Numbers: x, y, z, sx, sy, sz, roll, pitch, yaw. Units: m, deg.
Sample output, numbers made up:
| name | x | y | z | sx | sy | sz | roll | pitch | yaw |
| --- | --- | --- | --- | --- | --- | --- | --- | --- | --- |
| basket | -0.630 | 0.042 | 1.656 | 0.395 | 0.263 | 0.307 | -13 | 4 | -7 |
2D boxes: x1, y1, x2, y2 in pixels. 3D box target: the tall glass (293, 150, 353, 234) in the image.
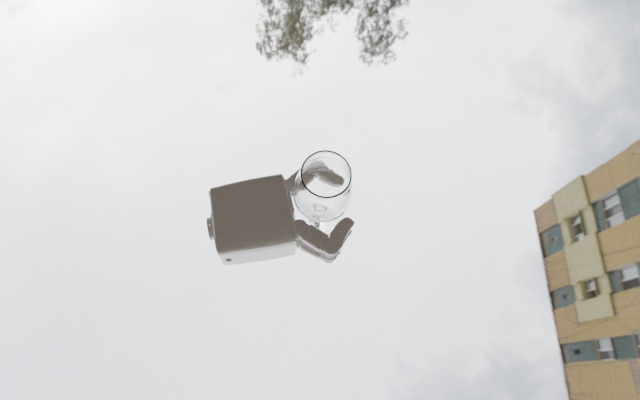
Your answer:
| name | x | y | z | sx | sy | sz | roll | pitch | yaw |
| --- | --- | --- | --- | --- | --- | --- | --- | --- | --- |
| tall glass | 0.000 | 0.002 | 0.658 | 0.079 | 0.079 | 0.201 | 0 | -20 | -4 |
